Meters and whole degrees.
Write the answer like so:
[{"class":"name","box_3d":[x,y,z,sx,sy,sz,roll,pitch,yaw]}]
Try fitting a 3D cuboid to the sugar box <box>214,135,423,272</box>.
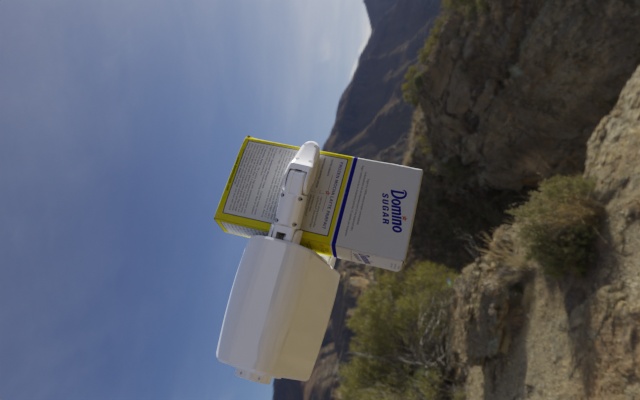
[{"class":"sugar box","box_3d":[0.000,0.002,0.452,0.176,0.093,0.048,14,-21,8]}]
